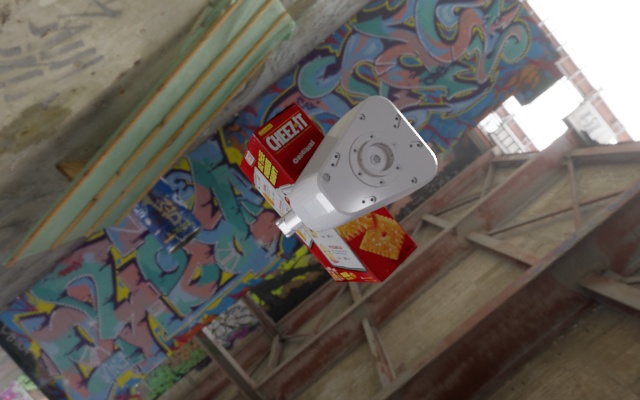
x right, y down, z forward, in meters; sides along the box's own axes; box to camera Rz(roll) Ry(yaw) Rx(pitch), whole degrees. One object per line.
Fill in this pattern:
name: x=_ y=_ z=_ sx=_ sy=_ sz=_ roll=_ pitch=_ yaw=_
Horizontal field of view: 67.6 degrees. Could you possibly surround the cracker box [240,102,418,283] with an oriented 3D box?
cracker box: x=0.000 y=0.002 z=0.593 sx=0.072 sy=0.214 sz=0.164 roll=-41 pitch=3 yaw=-17
